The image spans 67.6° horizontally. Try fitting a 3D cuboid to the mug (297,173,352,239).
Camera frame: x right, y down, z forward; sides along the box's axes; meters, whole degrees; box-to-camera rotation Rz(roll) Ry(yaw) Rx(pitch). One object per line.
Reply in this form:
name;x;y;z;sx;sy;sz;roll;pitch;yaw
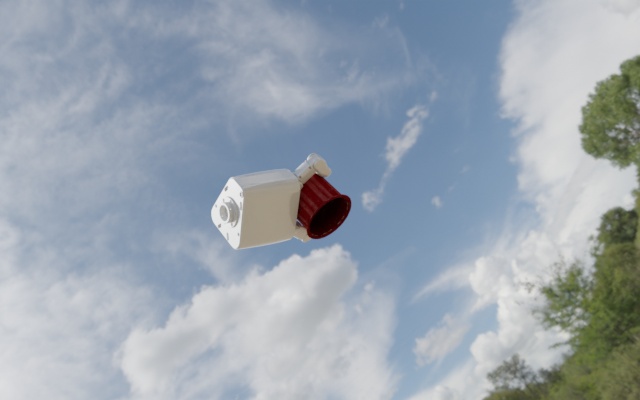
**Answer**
mug;0.001;0.002;0.813;0.117;0.093;0.081;-11;44;-42
